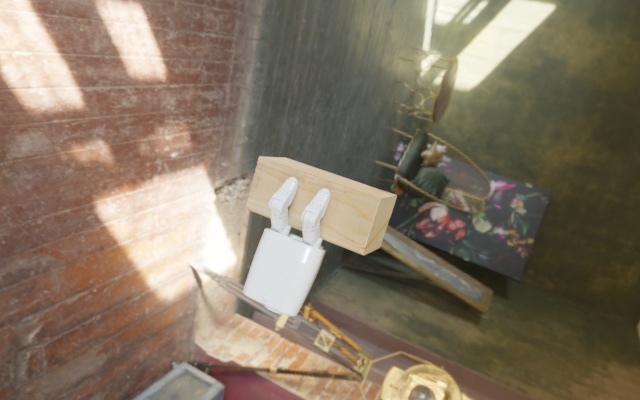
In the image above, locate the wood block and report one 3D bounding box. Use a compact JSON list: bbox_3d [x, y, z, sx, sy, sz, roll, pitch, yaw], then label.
[{"bbox_3d":[0.000,0.003,0.748,0.206,0.090,0.091,20,10,21],"label":"wood block"}]
